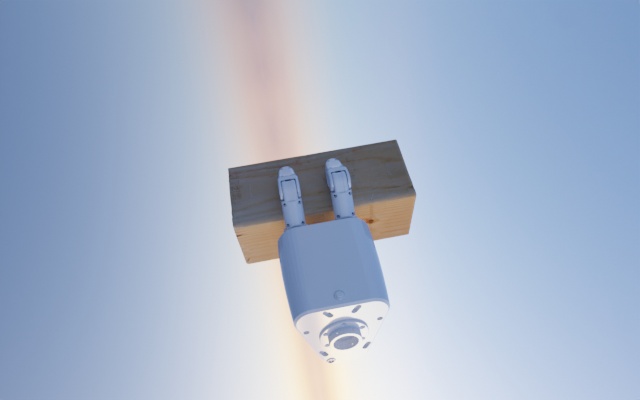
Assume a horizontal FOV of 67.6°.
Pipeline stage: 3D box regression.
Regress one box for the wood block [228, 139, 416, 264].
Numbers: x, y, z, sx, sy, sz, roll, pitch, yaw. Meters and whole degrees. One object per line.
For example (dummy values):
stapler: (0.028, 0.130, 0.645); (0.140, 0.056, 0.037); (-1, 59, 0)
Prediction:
wood block: (0.000, 0.002, 0.585); (0.206, 0.090, 0.091); (-10, -36, -4)
